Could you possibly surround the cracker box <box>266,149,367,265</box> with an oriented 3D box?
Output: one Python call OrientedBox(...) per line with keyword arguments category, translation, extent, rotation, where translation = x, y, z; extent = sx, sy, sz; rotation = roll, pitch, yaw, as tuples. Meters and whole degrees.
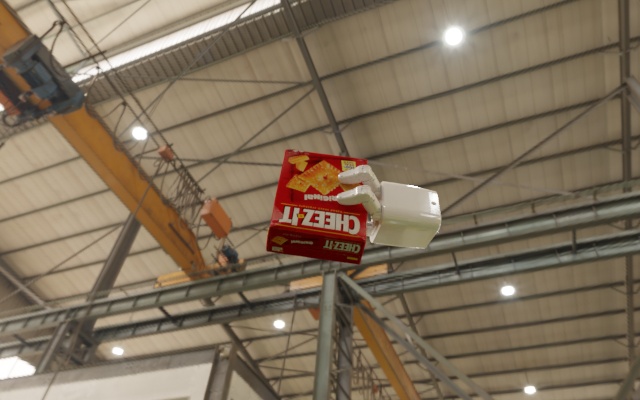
OrientedBox(category="cracker box", translation=(0.000, 0.003, 0.866), extent=(0.164, 0.072, 0.213), rotation=(8, 43, -2))
